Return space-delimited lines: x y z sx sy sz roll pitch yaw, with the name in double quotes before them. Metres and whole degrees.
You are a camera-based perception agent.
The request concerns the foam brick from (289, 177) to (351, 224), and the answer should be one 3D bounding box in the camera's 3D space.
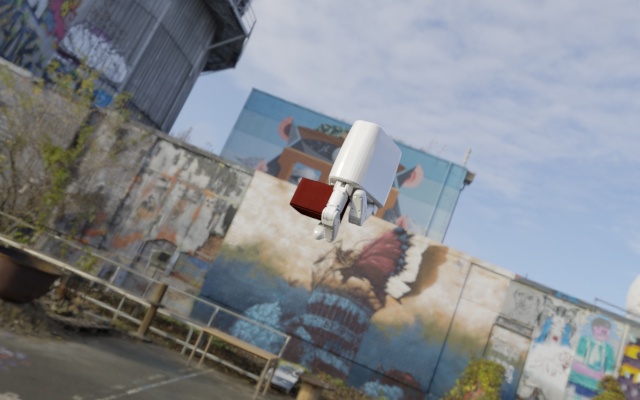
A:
"foam brick" 0.000 0.003 0.780 0.078 0.051 0.053 17 -13 23
